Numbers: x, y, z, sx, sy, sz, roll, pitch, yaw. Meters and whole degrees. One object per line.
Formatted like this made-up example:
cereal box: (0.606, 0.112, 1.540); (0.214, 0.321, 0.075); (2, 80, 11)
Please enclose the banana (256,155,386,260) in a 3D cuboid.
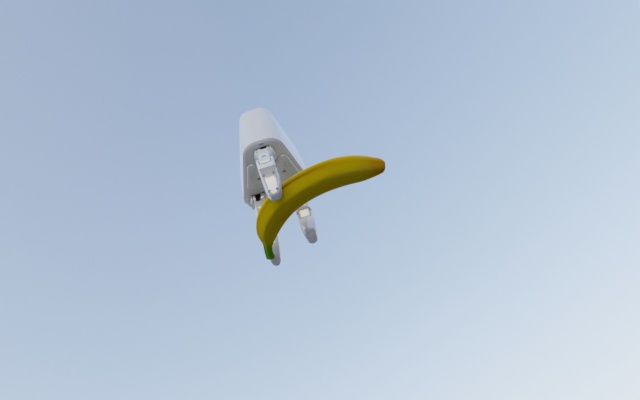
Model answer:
banana: (-0.014, -0.007, 0.598); (0.070, 0.198, 0.037); (44, 15, -33)
